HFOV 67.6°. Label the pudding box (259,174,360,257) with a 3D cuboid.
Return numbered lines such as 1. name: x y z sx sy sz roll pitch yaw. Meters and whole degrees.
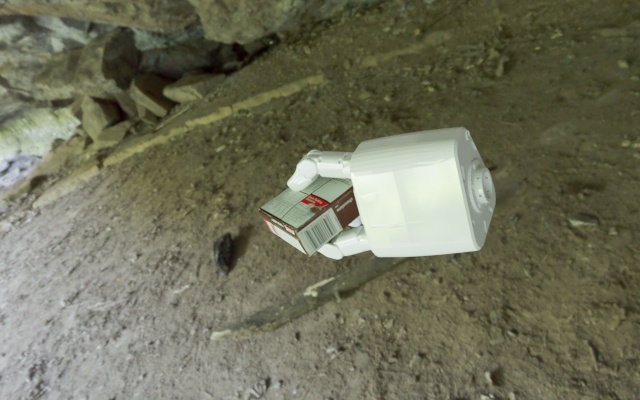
1. pudding box: 0.000 0.002 0.528 0.113 0.039 0.090 -36 30 -19
